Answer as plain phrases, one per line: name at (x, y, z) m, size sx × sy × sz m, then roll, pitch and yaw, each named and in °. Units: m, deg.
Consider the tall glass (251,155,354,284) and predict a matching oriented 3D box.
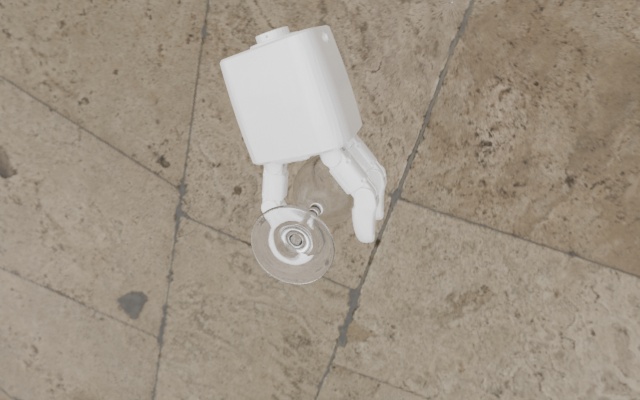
tall glass at (0.000, 0.002, 0.491) m, size 0.079 × 0.079 × 0.201 m, roll 0°, pitch 22°, yaw 15°
